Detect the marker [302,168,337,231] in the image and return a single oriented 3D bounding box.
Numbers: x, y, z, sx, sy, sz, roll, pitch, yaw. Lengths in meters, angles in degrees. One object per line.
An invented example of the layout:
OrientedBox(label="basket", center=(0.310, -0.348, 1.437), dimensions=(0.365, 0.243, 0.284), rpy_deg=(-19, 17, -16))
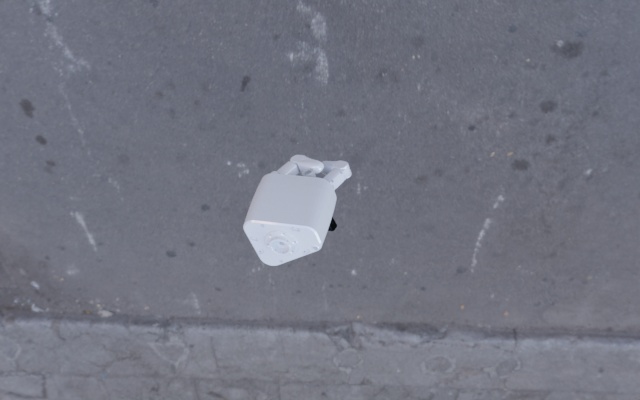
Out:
OrientedBox(label="marker", center=(0.000, 0.002, 0.753), dimensions=(0.020, 0.121, 0.020), rpy_deg=(-16, 35, 11))
